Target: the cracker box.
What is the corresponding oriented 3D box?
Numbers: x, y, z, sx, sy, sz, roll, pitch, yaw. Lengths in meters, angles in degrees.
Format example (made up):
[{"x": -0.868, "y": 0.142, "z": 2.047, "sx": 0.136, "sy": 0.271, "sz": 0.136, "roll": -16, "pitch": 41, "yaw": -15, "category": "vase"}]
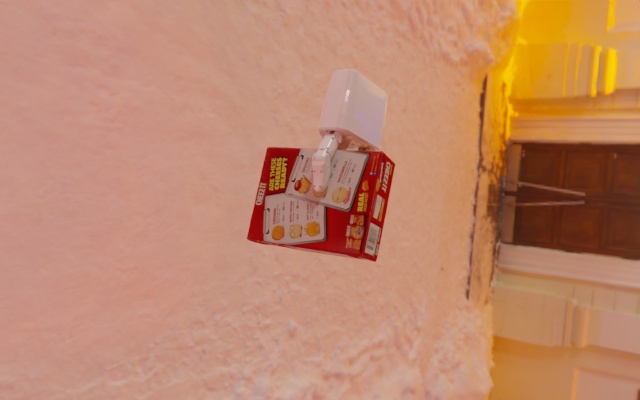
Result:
[{"x": 0.000, "y": 0.002, "z": 0.774, "sx": 0.213, "sy": 0.164, "sz": 0.072, "roll": 5, "pitch": -12, "yaw": 30, "category": "cracker box"}]
